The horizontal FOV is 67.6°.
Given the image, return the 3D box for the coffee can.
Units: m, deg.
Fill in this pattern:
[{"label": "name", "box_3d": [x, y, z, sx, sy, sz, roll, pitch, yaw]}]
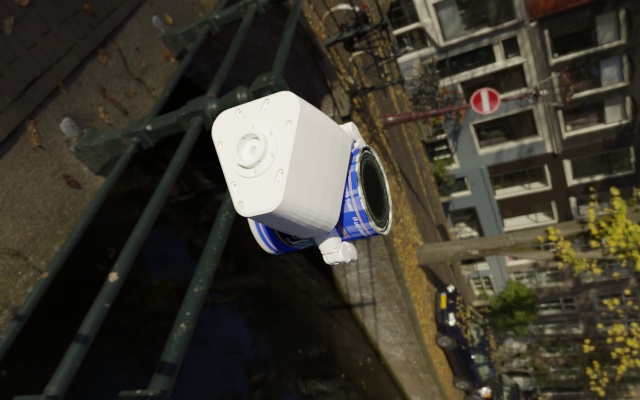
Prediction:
[{"label": "coffee can", "box_3d": [0.000, 0.002, 0.556, 0.140, 0.103, 0.103, -12, -5, 24]}]
